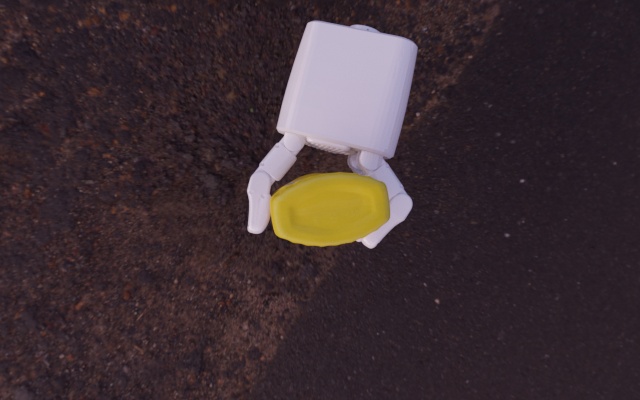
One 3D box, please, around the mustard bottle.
[{"bbox_3d":[0.000,0.002,0.466,0.096,0.058,0.191,-10,5,-5],"label":"mustard bottle"}]
